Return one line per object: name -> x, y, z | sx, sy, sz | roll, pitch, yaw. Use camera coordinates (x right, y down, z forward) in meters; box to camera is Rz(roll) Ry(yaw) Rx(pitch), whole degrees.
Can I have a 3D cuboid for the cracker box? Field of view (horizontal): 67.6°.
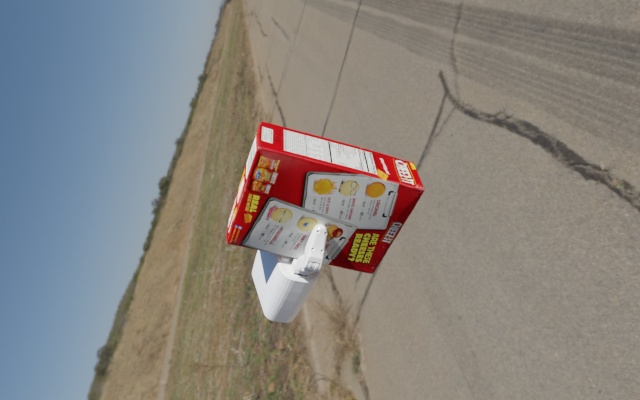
cracker box -> 0.000, 0.002, 0.628 | 0.214, 0.164, 0.072 | 13, 38, -15
